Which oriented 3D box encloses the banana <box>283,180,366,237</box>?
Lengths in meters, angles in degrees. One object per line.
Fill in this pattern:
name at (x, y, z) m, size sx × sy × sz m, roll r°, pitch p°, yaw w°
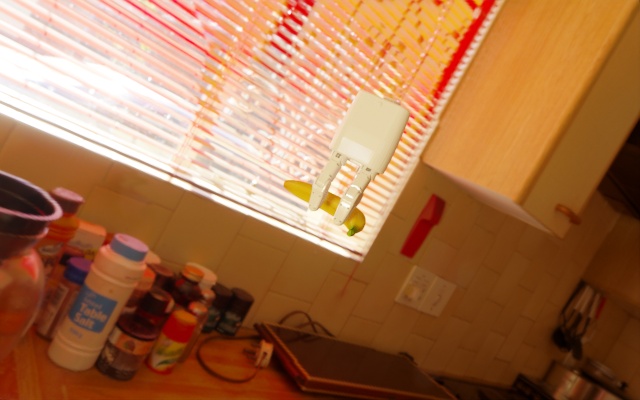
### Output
banana at (0.015, 0.007, 0.805) m, size 0.069 × 0.037 × 0.197 m, roll 15°, pitch 13°, yaw -44°
